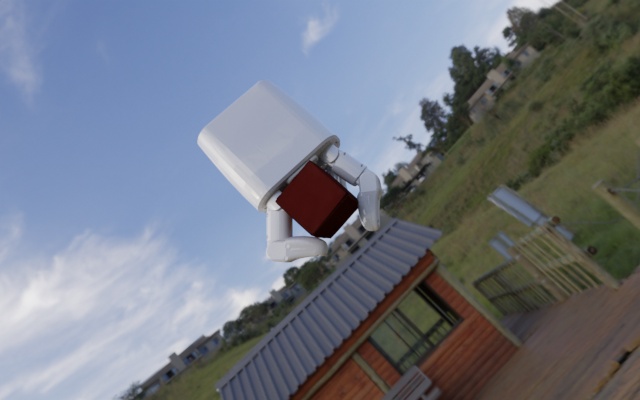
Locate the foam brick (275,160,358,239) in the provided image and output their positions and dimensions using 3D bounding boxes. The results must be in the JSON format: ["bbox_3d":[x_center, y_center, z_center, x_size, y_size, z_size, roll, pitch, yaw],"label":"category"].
[{"bbox_3d":[0.000,0.001,0.473,0.051,0.053,0.078,42,4,15],"label":"foam brick"}]
